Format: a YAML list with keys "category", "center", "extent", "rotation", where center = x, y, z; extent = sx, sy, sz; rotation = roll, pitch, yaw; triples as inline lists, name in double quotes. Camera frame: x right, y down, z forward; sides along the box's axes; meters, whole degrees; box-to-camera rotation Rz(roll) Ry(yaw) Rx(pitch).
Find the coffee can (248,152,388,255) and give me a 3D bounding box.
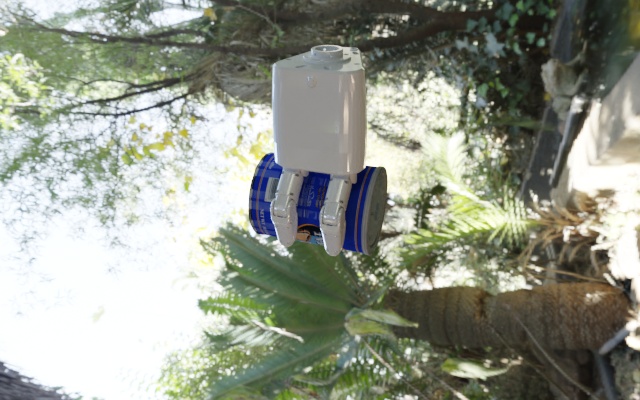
- category: "coffee can"
  center: [0.000, 0.002, 0.564]
  extent: [0.140, 0.103, 0.103]
  rotation: [9, 2, 16]
